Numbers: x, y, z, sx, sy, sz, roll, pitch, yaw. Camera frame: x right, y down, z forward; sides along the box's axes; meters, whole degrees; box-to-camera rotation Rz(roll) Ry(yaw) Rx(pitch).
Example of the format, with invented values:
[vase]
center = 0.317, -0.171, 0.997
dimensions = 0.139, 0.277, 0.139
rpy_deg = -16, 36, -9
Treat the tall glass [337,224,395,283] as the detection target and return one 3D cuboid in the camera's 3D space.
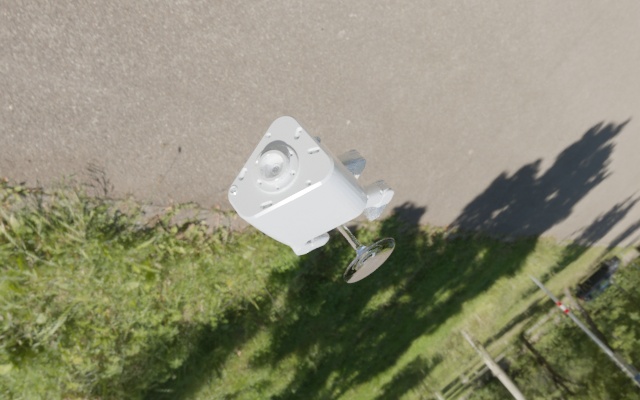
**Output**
[tall glass]
center = 0.000, 0.002, 0.592
dimensions = 0.079, 0.079, 0.201
rpy_deg = 0, 43, -51
